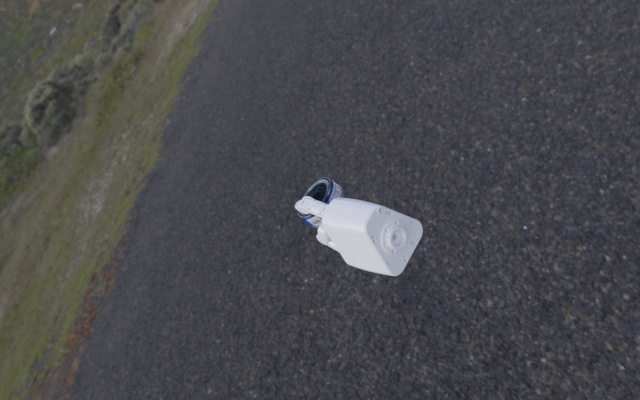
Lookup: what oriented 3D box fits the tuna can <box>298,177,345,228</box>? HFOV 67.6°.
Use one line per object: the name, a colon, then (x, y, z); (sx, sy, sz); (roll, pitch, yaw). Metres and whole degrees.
tuna can: (0.000, 0.002, 0.830); (0.034, 0.086, 0.086); (36, -18, -27)
